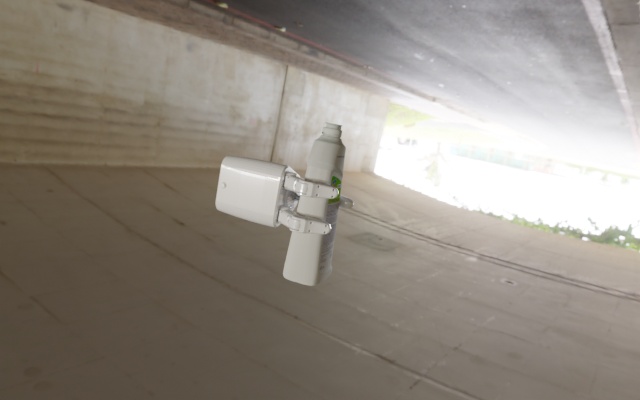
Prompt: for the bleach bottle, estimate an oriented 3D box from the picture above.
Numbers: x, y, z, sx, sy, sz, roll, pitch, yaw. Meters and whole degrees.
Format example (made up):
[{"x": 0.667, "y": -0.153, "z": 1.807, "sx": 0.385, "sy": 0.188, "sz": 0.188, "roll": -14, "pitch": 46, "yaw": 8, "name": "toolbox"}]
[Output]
[{"x": 0.000, "y": 0.003, "z": 0.764, "sx": 0.068, "sy": 0.251, "sz": 0.102, "roll": 13, "pitch": 10, "yaw": 15, "name": "bleach bottle"}]
